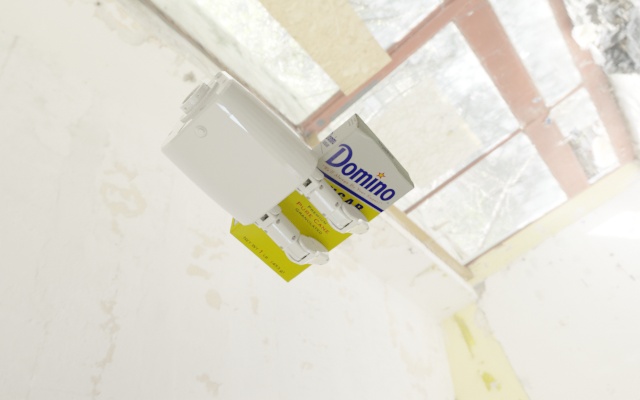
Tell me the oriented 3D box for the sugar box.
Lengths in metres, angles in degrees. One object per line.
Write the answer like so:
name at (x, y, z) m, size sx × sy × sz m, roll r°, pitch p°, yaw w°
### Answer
sugar box at (0.000, 0.002, 0.502) m, size 0.176 × 0.093 × 0.048 m, roll -38°, pitch 24°, yaw 18°
